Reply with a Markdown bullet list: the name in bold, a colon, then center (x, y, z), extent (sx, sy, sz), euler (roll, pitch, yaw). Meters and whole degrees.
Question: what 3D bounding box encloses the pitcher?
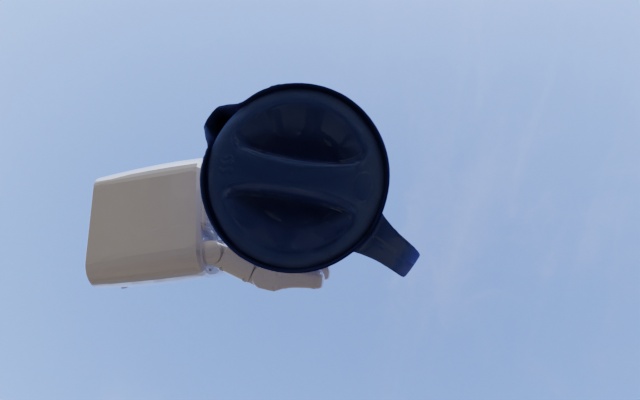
- **pitcher**: center (0.000, 0.001, 0.440), extent (0.145, 0.149, 0.243), euler (-10, -7, 5)
